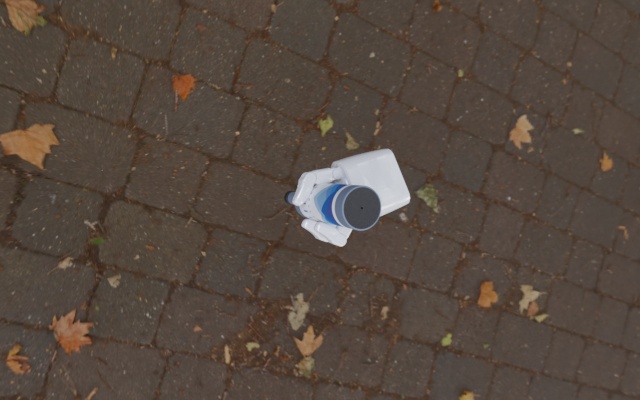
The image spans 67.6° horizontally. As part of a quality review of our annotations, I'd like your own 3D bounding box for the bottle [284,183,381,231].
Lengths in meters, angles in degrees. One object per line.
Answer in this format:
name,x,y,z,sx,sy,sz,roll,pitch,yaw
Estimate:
bottle,0.000,0.003,0.830,0.069,0.069,0.295,0,3,-25
